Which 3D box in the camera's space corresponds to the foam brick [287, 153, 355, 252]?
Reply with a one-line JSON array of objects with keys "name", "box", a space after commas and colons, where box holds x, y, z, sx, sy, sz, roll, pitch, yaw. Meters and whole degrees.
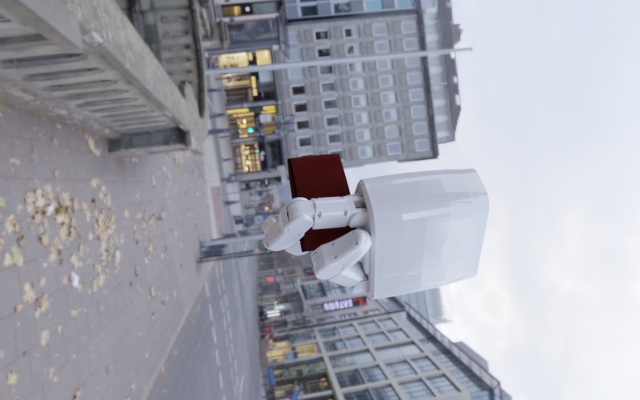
[{"name": "foam brick", "box": [0.000, 0.001, 0.457, 0.051, 0.078, 0.053, -9, -36, -6]}]
